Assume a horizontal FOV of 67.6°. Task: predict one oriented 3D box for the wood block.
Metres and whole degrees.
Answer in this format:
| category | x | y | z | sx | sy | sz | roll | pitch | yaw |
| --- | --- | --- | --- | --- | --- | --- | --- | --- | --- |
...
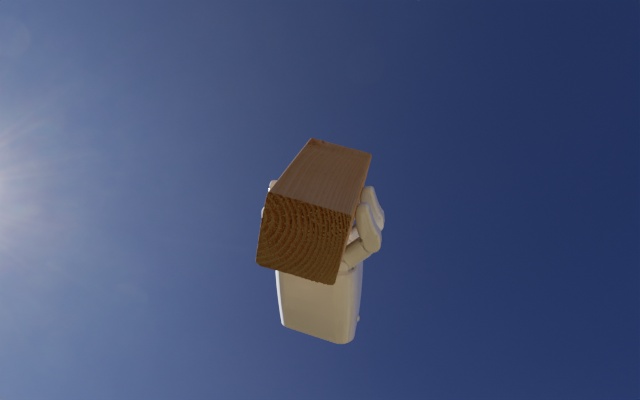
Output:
| category | x | y | z | sx | sy | sz | roll | pitch | yaw |
| --- | --- | --- | --- | --- | --- | --- | --- | --- | --- |
| wood block | 0.000 | 0.002 | 0.582 | 0.091 | 0.090 | 0.206 | 15 | 25 | 5 |
